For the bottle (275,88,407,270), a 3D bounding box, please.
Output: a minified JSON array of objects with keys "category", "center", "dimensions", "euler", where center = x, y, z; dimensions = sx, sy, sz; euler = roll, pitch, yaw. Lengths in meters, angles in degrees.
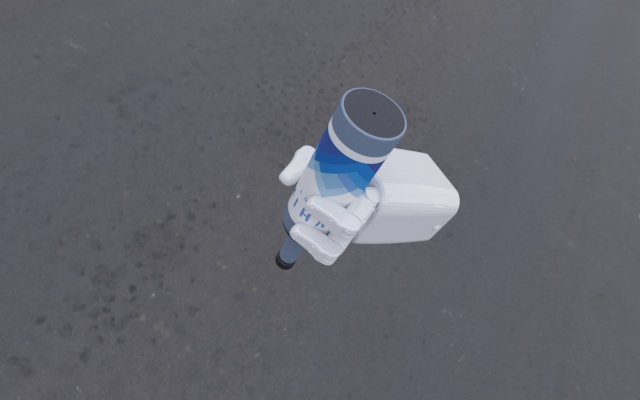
[{"category":"bottle","center":[0.000,0.002,0.550],"dimensions":[0.069,0.069,0.296],"euler":[0,-34,-24]}]
